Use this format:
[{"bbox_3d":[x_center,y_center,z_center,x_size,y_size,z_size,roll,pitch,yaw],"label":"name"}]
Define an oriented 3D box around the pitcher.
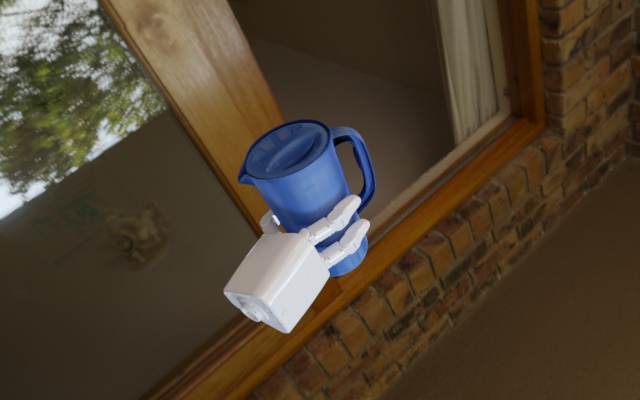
[{"bbox_3d":[0.000,0.003,0.738,0.149,0.145,0.243,11,-38,37],"label":"pitcher"}]
